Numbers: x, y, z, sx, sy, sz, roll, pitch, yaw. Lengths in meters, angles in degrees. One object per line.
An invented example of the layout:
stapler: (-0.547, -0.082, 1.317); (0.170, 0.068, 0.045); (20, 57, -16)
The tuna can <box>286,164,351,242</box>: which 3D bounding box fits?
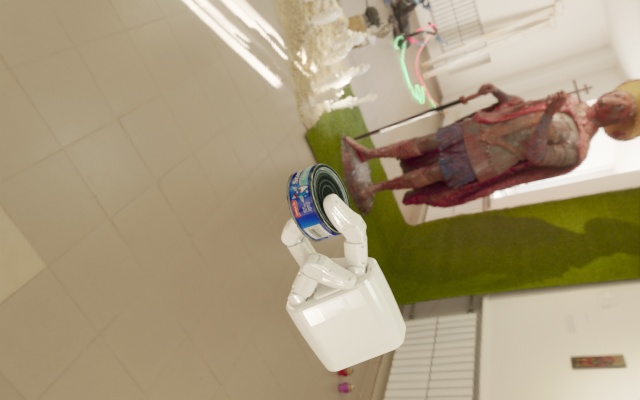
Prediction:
tuna can: (0.001, 0.002, 0.546); (0.034, 0.086, 0.086); (-19, -10, 29)
